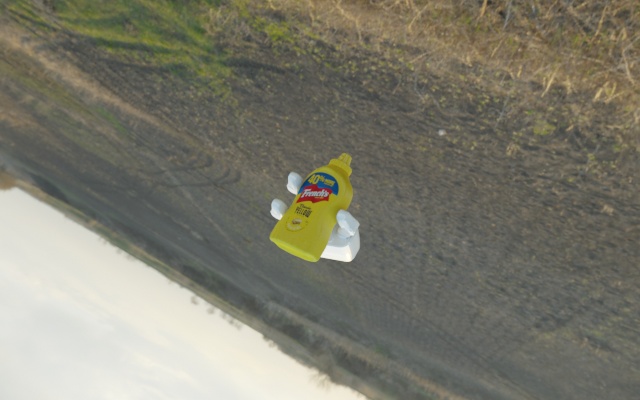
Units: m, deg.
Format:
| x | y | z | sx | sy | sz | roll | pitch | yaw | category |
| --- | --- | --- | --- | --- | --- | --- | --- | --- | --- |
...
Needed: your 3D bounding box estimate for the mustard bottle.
| x | y | z | sx | sy | sz | roll | pitch | yaw | category |
| --- | --- | --- | --- | --- | --- | --- | --- | --- | --- |
| 0.000 | 0.003 | 0.797 | 0.096 | 0.191 | 0.058 | 16 | -21 | 41 | mustard bottle |
